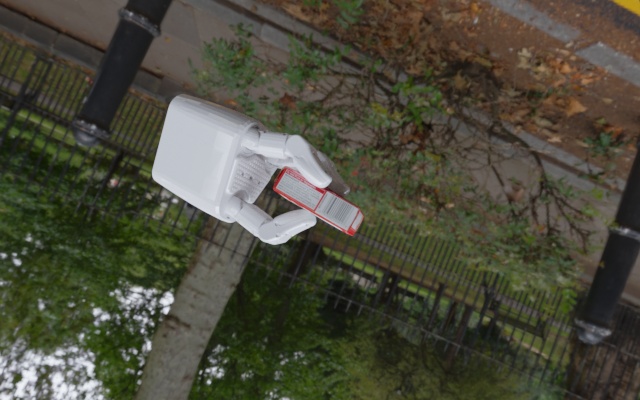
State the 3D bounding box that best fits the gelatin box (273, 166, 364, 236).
[{"bbox_3d":[0.000,0.002,0.498,0.089,0.030,0.073,30,-3,11],"label":"gelatin box"}]
